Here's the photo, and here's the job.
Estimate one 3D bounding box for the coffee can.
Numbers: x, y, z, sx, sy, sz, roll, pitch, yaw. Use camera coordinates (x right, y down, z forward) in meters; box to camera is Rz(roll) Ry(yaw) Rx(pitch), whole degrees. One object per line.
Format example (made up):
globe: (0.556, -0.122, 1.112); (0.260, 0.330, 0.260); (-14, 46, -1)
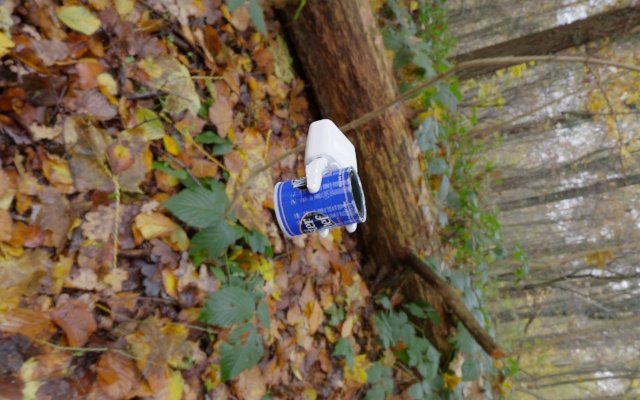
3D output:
coffee can: (0.000, 0.003, 0.854); (0.140, 0.103, 0.103); (-13, -3, 15)
